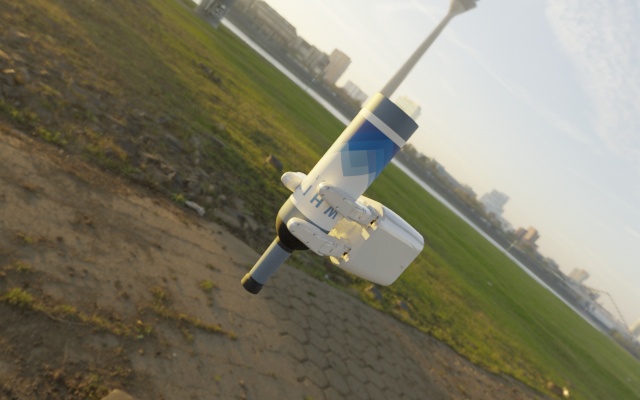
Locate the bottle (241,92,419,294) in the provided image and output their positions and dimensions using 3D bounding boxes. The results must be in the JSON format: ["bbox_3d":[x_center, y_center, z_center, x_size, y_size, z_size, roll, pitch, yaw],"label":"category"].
[{"bbox_3d":[0.000,0.002,0.596,0.069,0.296,0.069,38,10,-8],"label":"bottle"}]
